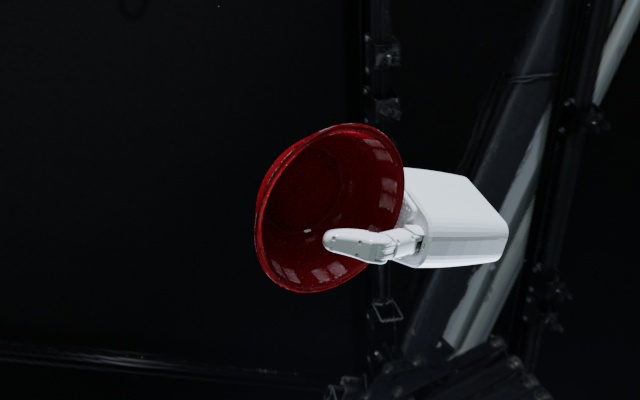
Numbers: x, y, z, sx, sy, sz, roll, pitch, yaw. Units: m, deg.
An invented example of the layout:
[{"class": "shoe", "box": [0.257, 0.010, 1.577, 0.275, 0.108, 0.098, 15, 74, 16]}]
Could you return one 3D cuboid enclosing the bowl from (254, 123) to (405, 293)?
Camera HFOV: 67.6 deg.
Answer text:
[{"class": "bowl", "box": [-0.001, 0.001, 0.439, 0.162, 0.162, 0.055, 0, 23, -38]}]
